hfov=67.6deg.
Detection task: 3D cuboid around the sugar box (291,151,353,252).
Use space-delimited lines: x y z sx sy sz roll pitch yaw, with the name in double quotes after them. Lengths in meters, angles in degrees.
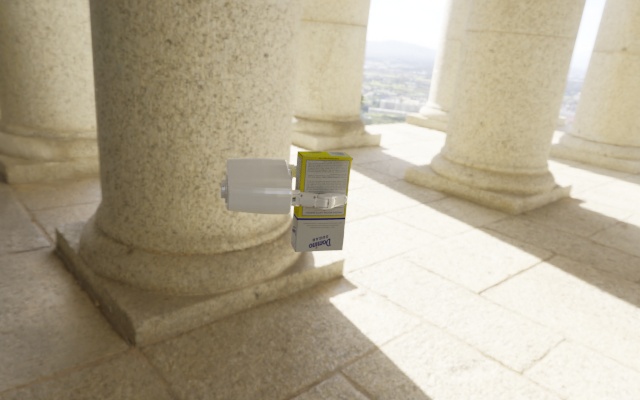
0.000 0.002 0.849 0.093 0.176 0.048 1 20 -17 "sugar box"
